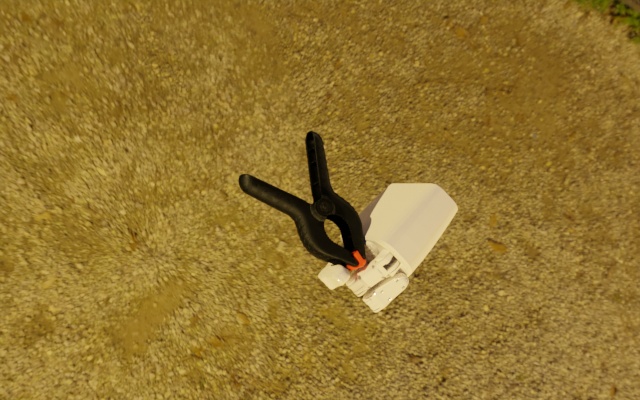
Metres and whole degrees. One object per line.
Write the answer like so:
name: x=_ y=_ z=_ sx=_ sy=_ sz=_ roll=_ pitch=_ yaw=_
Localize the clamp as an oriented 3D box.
clamp: x=0.000 y=0.002 z=0.559 sx=0.120 sy=0.171 sz=0.039 roll=-46 pitch=9 yaw=-23
